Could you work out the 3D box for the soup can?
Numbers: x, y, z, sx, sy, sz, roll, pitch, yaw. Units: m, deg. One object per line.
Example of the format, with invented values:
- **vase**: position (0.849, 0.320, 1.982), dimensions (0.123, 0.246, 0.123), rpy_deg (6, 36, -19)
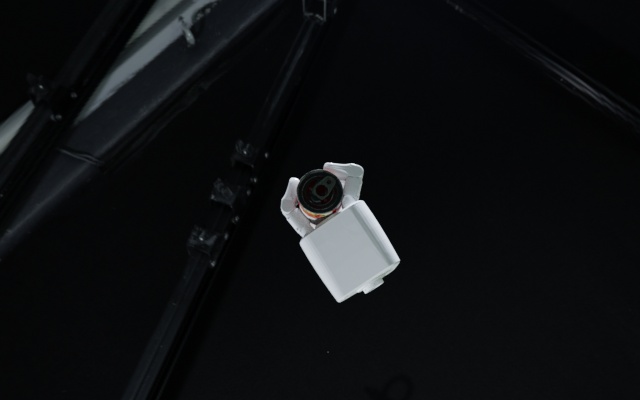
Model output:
- **soup can**: position (0.000, 0.002, 0.733), dimensions (0.068, 0.068, 0.102), rpy_deg (0, -18, 1)
